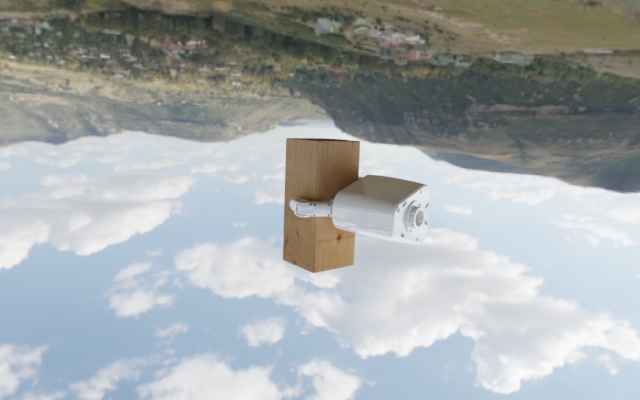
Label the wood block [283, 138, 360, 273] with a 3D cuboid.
[{"bbox_3d":[0.000,0.003,0.785,0.091,0.206,0.090,-5,12,-38],"label":"wood block"}]
